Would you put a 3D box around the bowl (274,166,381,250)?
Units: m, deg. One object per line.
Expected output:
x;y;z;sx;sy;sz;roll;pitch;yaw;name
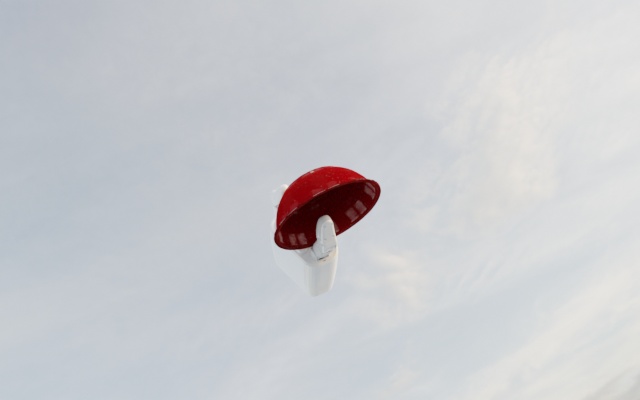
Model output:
0.000;0.001;0.656;0.162;0.055;0.162;-24;-25;-12;bowl
